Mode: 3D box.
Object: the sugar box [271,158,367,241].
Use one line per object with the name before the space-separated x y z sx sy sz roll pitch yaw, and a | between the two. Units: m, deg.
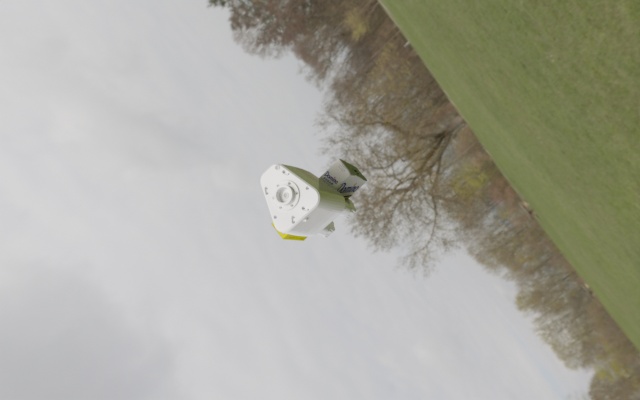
sugar box | 0.000 0.003 0.889 0.176 0.048 0.093 -42 -20 15
